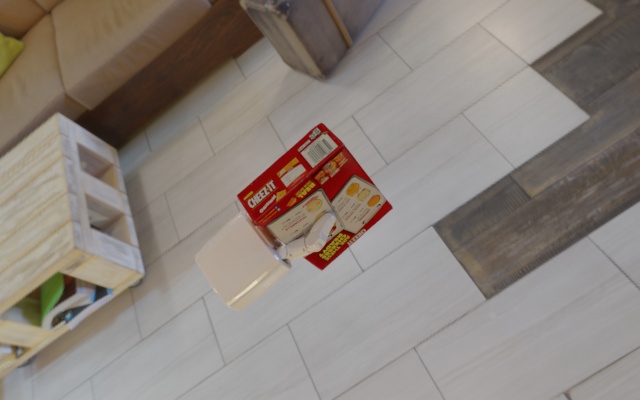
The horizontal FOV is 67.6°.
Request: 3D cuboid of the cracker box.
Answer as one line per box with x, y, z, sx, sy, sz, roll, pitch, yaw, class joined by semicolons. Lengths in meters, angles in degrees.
0.000;0.002;0.740;0.072;0.164;0.214;51;5;36;cracker box
